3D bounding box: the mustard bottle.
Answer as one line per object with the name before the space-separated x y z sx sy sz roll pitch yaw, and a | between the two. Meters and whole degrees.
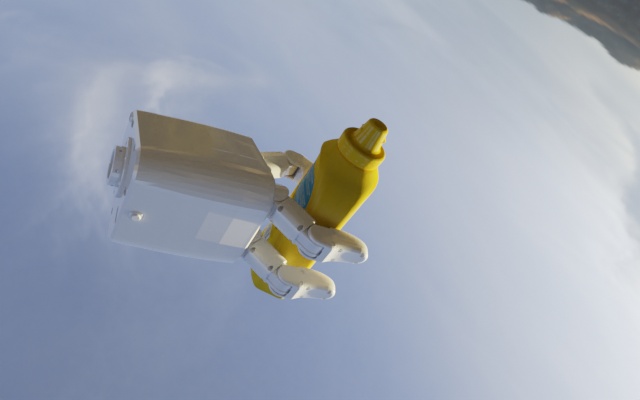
mustard bottle | 0.000 0.002 0.438 0.058 0.192 0.096 29 36 -10
